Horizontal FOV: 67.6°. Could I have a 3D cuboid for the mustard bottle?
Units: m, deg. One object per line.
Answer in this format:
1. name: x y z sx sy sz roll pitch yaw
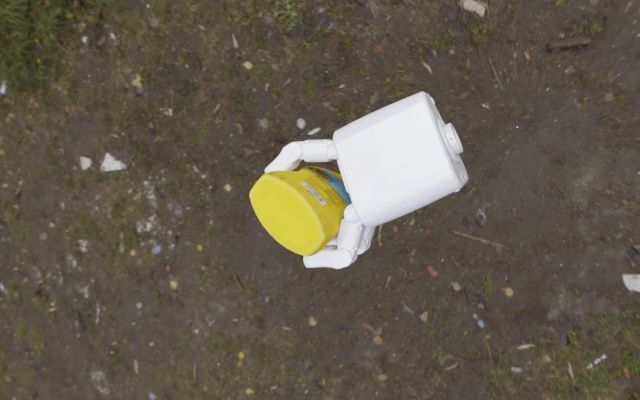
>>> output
1. mustard bottle: 0.000 0.002 0.564 0.096 0.058 0.191 44 21 11
